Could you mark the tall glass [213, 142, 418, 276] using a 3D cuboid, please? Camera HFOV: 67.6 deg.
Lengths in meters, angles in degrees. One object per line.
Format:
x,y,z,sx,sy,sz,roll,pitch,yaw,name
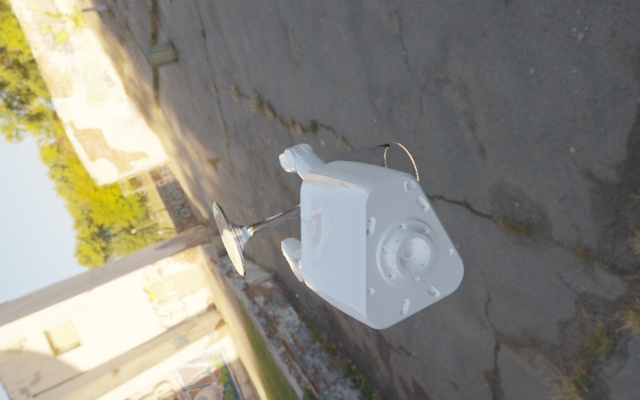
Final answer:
-0.001,0.002,0.483,0.201,0.079,0.079,-22,8,-20,tall glass
